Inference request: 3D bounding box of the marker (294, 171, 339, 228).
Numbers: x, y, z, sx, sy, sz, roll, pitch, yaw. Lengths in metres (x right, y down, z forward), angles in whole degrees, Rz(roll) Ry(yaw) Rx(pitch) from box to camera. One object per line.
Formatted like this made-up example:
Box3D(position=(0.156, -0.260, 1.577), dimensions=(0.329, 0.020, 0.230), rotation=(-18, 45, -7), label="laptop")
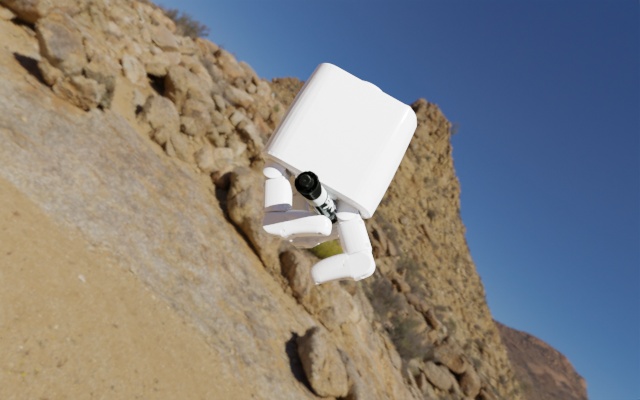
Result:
Box3D(position=(0.000, 0.001, 0.404), dimensions=(0.020, 0.020, 0.121), rotation=(0, -16, 12), label="marker")
